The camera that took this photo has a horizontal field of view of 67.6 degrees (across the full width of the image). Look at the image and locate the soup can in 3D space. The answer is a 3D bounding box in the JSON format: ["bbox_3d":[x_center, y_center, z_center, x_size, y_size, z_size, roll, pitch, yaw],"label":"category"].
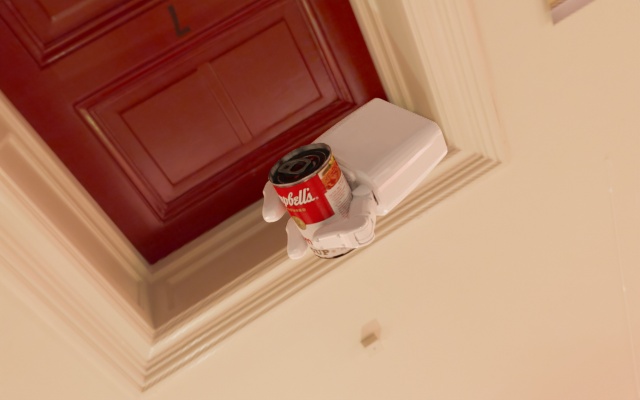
[{"bbox_3d":[0.000,0.002,0.490,0.068,0.102,0.068,-20,31,13],"label":"soup can"}]
